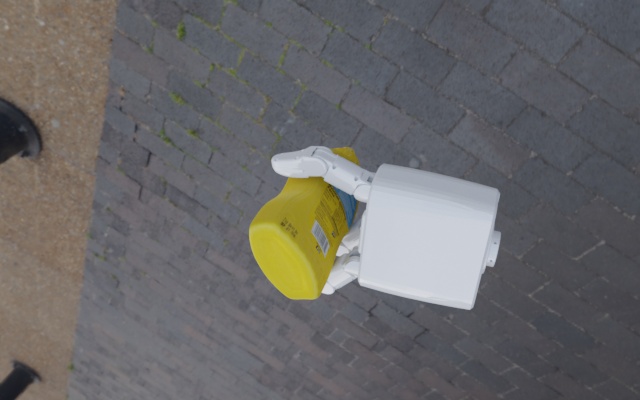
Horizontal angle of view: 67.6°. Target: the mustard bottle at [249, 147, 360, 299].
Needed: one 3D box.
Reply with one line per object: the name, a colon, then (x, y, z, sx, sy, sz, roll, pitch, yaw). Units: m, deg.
mustard bottle: (0.000, 0.002, 0.492, 0.058, 0.096, 0.191, -8, 33, 31)
